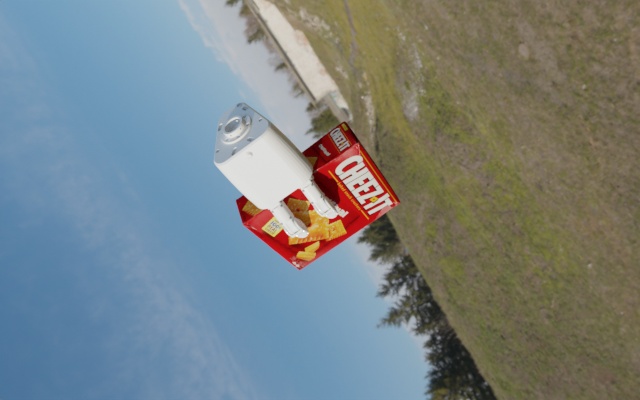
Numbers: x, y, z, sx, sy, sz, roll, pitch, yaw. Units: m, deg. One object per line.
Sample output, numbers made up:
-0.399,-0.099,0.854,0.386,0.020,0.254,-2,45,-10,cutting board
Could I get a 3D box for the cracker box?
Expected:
0.000,0.003,0.769,0.214,0.072,0.164,-34,-46,8,cracker box
